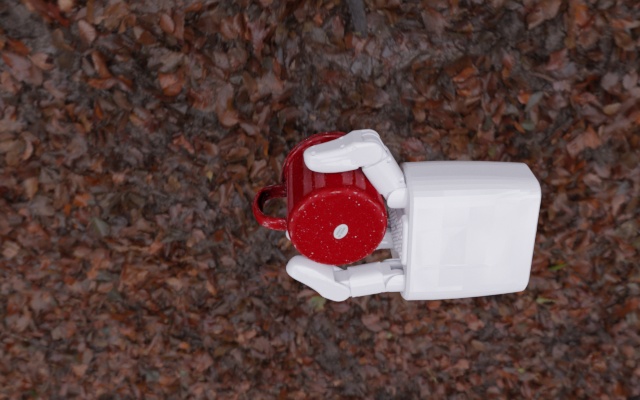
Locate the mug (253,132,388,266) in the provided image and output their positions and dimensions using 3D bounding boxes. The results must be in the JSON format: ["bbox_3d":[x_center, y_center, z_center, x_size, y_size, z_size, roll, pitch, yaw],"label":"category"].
[{"bbox_3d":[-0.001,0.001,0.410,0.117,0.093,0.081,-3,36,-1],"label":"mug"}]
